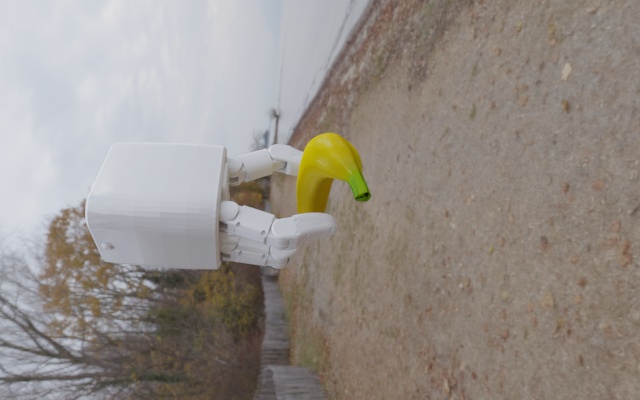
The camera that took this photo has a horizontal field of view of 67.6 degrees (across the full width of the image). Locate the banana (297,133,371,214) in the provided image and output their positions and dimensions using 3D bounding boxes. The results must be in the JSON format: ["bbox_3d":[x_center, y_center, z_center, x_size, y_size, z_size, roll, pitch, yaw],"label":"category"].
[{"bbox_3d":[0.000,-0.018,0.434,0.037,0.069,0.198,0,-9,-11],"label":"banana"}]
